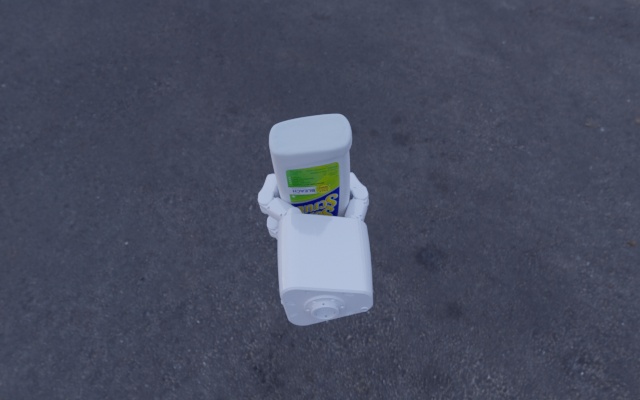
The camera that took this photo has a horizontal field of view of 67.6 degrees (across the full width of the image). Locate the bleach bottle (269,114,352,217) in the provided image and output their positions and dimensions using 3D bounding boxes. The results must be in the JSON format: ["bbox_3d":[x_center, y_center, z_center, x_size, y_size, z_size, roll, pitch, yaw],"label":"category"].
[{"bbox_3d":[0.000,0.002,0.654,0.102,0.068,0.251,-7,-42,3],"label":"bleach bottle"}]
